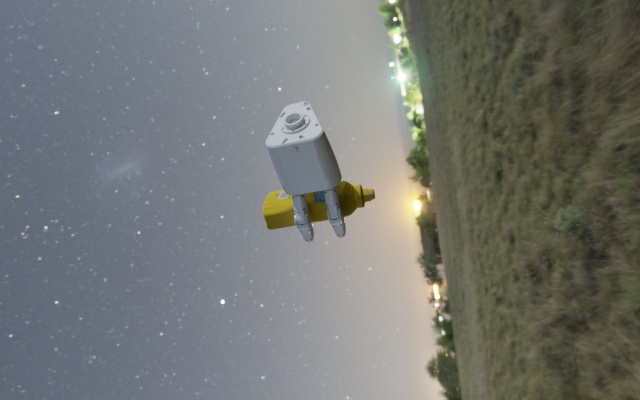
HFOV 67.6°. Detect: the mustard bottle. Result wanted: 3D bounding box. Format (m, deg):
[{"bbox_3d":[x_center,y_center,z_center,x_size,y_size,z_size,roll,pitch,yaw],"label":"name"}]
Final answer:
[{"bbox_3d":[0.000,0.003,0.841,0.191,0.058,0.096,-10,22,12],"label":"mustard bottle"}]
